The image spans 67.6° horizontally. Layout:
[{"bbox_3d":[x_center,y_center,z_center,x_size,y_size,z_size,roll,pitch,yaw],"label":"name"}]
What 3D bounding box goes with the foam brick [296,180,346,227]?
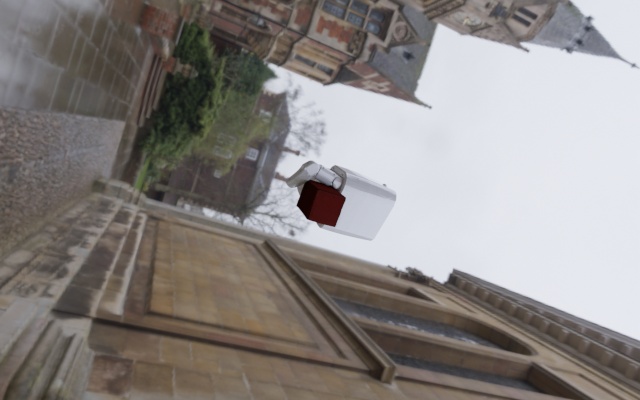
[{"bbox_3d":[0.000,0.003,0.772,0.051,0.053,0.078,18,11,-19],"label":"foam brick"}]
